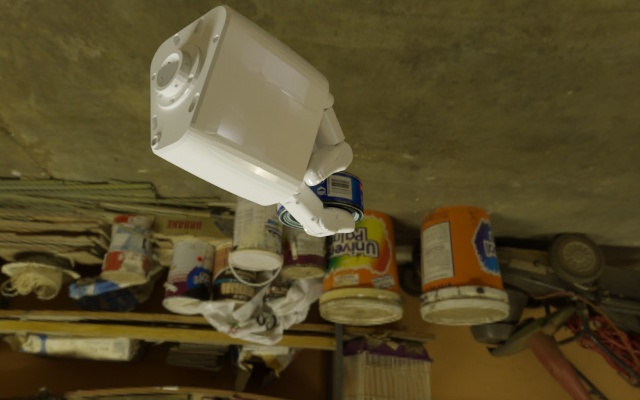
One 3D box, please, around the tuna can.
[{"bbox_3d":[0.000,0.002,0.470,0.086,0.033,0.086,-2,-21,-1],"label":"tuna can"}]
